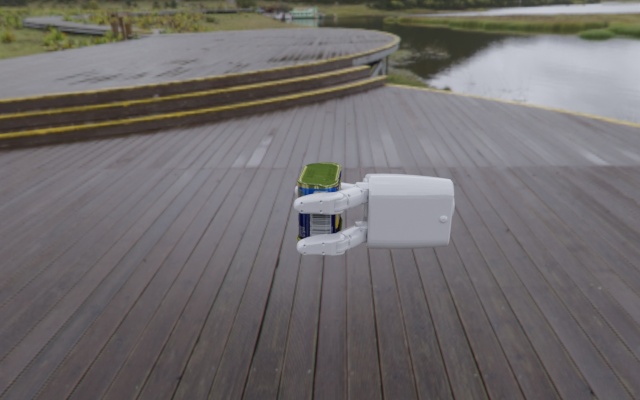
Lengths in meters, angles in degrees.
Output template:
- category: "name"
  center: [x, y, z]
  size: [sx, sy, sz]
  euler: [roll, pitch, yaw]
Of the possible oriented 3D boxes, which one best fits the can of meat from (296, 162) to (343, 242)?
- category: "can of meat"
  center: [0.000, 0.002, 0.636]
  size: [0.057, 0.084, 0.102]
  euler: [2, 21, 5]
